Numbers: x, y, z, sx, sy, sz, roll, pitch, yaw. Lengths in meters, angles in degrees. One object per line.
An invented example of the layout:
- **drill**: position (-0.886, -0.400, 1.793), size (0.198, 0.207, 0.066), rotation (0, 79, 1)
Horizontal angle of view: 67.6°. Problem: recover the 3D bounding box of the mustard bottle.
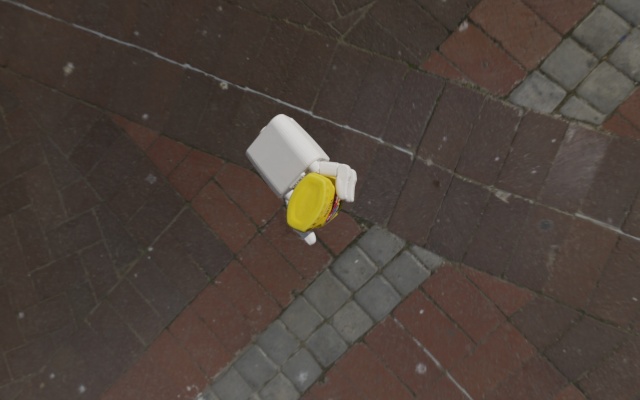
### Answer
- **mustard bottle**: position (0.000, 0.003, 0.841), size (0.058, 0.096, 0.191), rotation (24, 6, 13)
